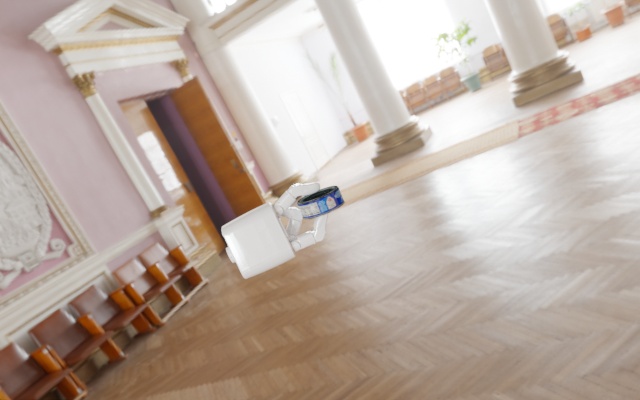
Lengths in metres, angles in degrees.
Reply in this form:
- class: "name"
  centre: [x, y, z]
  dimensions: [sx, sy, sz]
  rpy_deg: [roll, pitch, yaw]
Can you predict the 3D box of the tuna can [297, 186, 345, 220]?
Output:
- class: "tuna can"
  centre: [0.000, 0.002, 0.900]
  dimensions: [0.086, 0.034, 0.086]
  rpy_deg: [-21, 10, 4]
